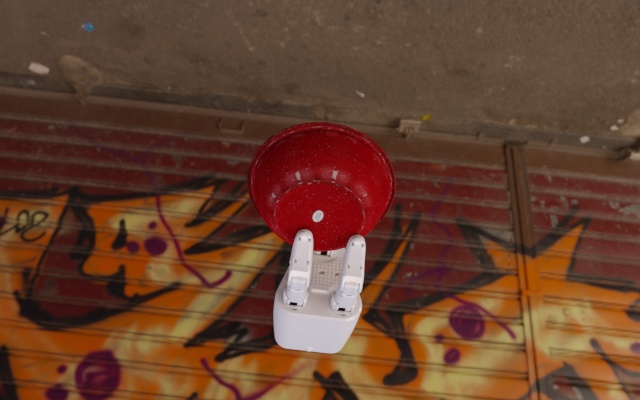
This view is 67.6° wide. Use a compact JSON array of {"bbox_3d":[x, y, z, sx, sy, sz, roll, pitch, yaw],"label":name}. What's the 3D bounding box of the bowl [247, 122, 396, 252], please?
[{"bbox_3d":[0.000,0.001,0.499,0.162,0.162,0.055,0,37,2],"label":"bowl"}]
